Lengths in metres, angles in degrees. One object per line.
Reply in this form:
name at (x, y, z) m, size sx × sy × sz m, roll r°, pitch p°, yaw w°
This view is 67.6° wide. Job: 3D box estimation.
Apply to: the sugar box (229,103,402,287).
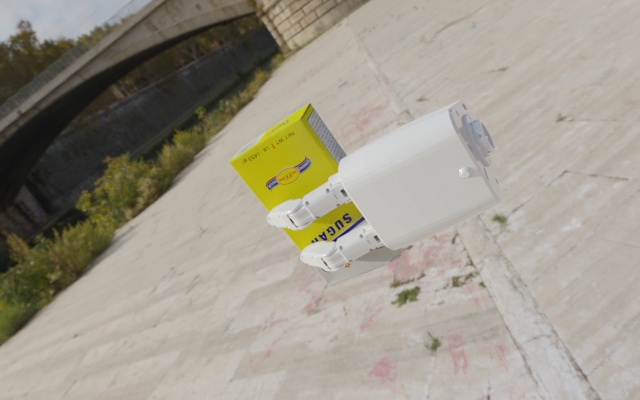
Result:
sugar box at (0.000, 0.002, 0.483) m, size 0.093 × 0.176 × 0.048 m, roll -27°, pitch 20°, yaw 27°
